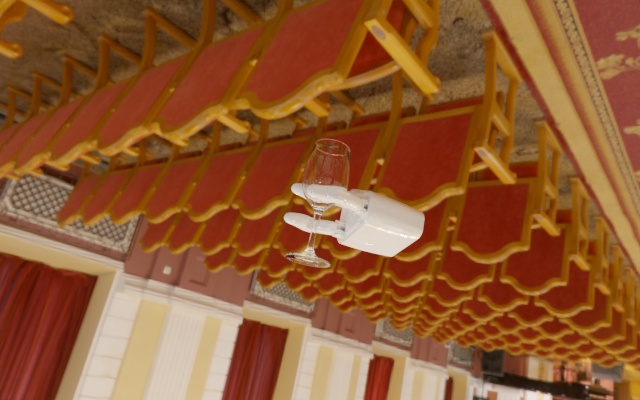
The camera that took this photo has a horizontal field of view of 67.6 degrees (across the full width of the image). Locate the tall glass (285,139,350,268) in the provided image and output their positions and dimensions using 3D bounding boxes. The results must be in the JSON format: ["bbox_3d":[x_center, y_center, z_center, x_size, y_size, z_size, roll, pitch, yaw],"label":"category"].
[{"bbox_3d":[0.000,0.003,0.777,0.079,0.201,0.079,11,-18,4],"label":"tall glass"}]
